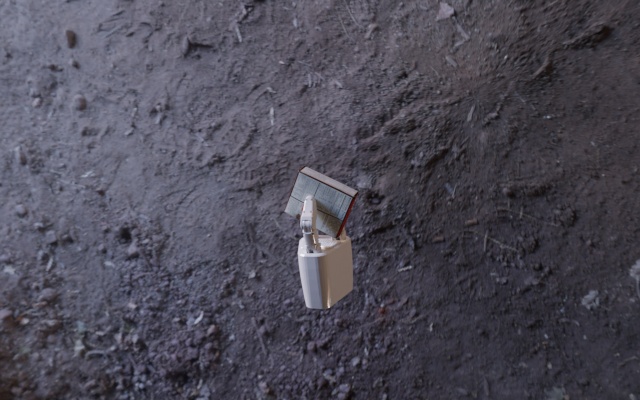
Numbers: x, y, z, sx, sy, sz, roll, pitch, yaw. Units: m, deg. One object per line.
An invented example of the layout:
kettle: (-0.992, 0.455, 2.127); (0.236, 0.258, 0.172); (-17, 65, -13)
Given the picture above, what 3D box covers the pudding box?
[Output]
pudding box: (0.000, 0.003, 0.852); (0.113, 0.090, 0.039); (26, 23, 8)
